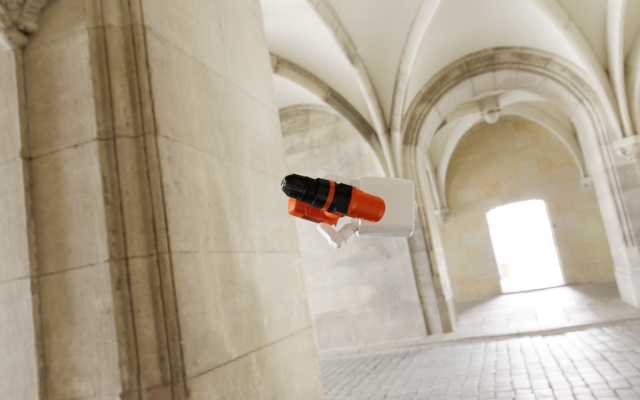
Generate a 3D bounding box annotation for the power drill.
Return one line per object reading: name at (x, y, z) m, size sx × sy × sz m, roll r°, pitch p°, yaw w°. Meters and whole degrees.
power drill at (0.000, 0.003, 0.858) m, size 0.184 × 0.057 × 0.187 m, roll 18°, pitch -10°, yaw -16°
